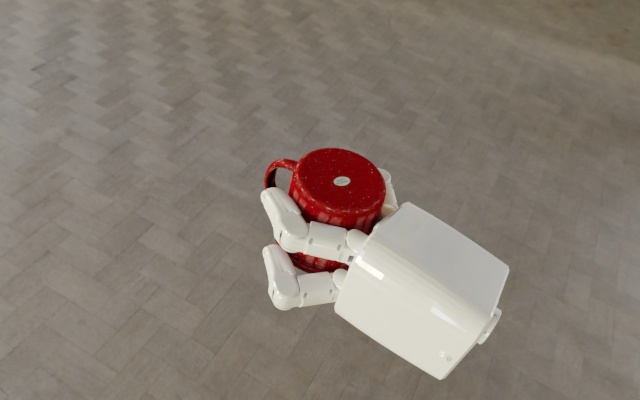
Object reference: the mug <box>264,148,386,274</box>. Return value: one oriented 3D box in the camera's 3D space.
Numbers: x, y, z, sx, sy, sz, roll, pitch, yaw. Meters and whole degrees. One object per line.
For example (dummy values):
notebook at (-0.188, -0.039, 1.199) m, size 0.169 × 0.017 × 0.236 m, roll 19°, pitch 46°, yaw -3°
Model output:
mug at (-0.001, 0.000, 0.431) m, size 0.117 × 0.082 × 0.093 m, roll 32°, pitch 48°, yaw 15°
